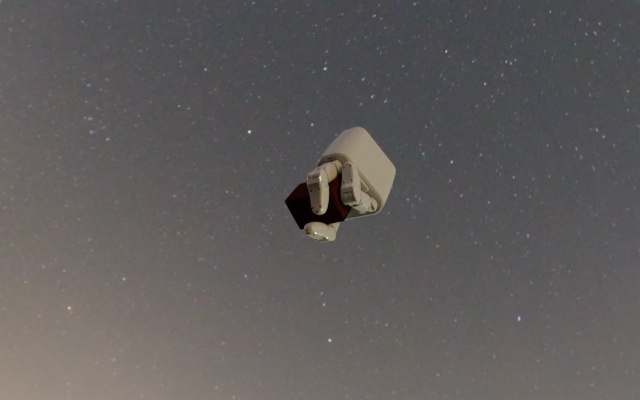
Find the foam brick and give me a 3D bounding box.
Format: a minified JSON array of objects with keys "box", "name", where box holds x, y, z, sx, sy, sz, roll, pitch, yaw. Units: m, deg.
[{"box":[0.000,0.002,0.688,0.078,0.053,0.051,-12,26,30],"name":"foam brick"}]
